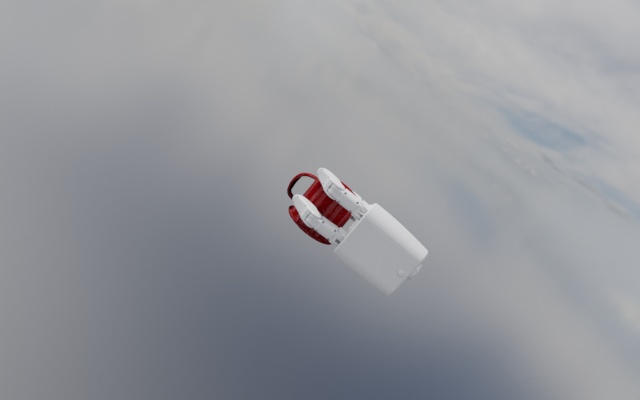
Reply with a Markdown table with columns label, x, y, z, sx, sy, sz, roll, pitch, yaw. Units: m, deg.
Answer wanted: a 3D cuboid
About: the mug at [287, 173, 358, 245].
| label | x | y | z | sx | sy | sz | roll | pitch | yaw |
| --- | --- | --- | --- | --- | --- | --- | --- | --- | --- |
| mug | -0.001 | 0.001 | 0.766 | 0.117 | 0.081 | 0.093 | 41 | 16 | 5 |
